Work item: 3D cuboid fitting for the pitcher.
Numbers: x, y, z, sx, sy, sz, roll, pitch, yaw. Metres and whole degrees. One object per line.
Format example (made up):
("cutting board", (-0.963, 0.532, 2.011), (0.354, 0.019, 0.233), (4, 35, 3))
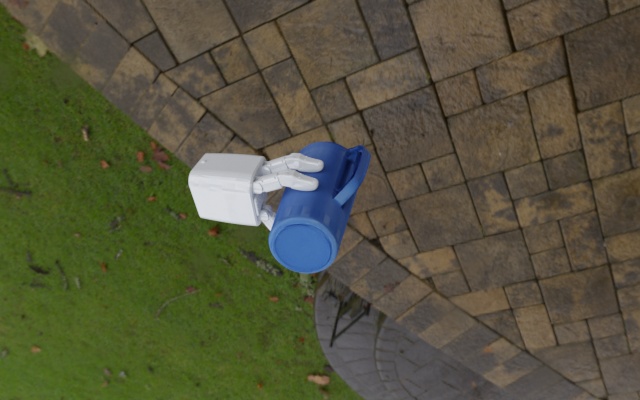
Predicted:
("pitcher", (0.000, 0.003, 0.809), (0.145, 0.149, 0.242), (8, 33, 6))
